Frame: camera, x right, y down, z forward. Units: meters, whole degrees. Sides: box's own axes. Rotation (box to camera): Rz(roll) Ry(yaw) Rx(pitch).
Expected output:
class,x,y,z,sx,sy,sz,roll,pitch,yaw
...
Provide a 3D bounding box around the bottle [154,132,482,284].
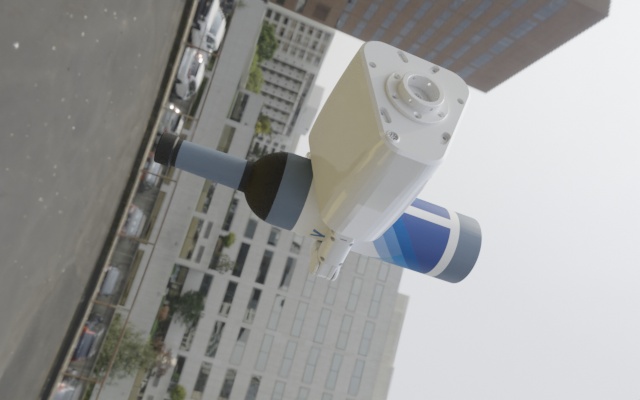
class,x,y,z,sx,sy,sz,roll,pitch,yaw
bottle,0.000,0.002,0.432,0.296,0.069,0.069,19,-4,-11
